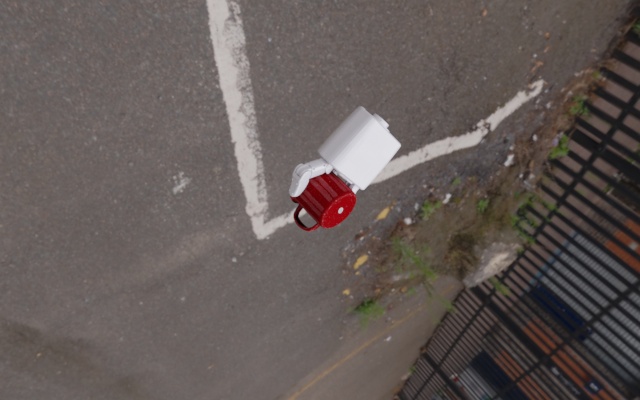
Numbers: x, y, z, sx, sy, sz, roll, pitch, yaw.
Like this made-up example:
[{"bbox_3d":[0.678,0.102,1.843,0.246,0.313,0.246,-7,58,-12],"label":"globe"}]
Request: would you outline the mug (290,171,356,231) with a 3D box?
[{"bbox_3d":[-0.001,0.004,0.829,0.081,0.117,0.093,46,9,28],"label":"mug"}]
